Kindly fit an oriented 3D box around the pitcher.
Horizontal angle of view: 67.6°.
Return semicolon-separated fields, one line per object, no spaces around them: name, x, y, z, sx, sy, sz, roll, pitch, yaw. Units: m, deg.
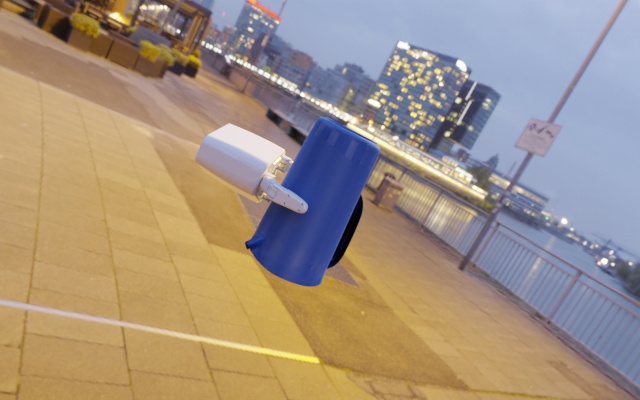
pitcher;0.000;0.002;0.747;0.145;0.243;0.149;28;10;4
